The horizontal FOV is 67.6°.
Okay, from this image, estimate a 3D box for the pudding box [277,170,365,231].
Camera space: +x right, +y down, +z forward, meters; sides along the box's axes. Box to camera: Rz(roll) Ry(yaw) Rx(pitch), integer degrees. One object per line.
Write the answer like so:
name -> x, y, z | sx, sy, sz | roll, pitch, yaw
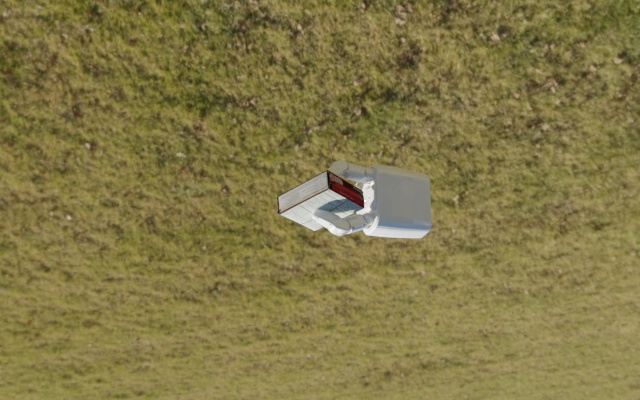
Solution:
pudding box -> 0.000, 0.003, 0.765 | 0.113, 0.039, 0.090 | -28, -39, 32
